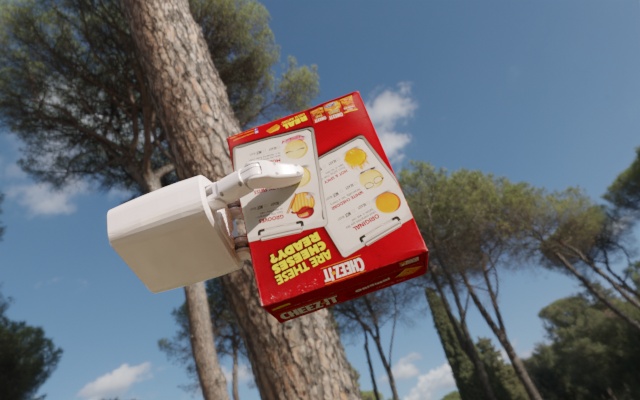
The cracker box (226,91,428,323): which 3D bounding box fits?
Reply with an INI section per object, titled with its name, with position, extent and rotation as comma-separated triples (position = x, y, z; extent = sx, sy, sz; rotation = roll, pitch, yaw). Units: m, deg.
[cracker box]
position = 0.000, 0.001, 0.517
extent = 0.164, 0.213, 0.072
rotation = -19, -31, 2
